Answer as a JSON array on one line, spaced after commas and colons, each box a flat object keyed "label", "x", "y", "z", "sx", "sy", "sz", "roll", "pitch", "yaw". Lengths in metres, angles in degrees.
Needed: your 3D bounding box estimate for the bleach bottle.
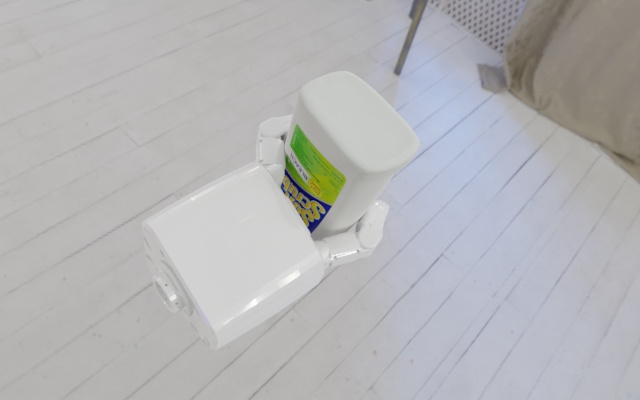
[{"label": "bleach bottle", "x": 0.000, "y": 0.001, "z": 0.461, "sx": 0.068, "sy": 0.102, "sz": 0.251, "roll": -29, "pitch": -21, "yaw": -29}]
